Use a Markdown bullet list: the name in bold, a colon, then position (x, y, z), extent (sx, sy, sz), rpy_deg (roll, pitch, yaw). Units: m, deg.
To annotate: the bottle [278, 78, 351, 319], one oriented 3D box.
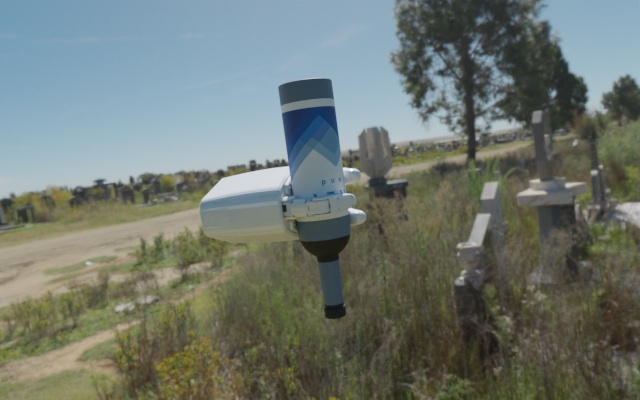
- **bottle**: position (0.000, 0.002, 0.598), extent (0.069, 0.296, 0.069), rpy_deg (-8, 5, 1)
